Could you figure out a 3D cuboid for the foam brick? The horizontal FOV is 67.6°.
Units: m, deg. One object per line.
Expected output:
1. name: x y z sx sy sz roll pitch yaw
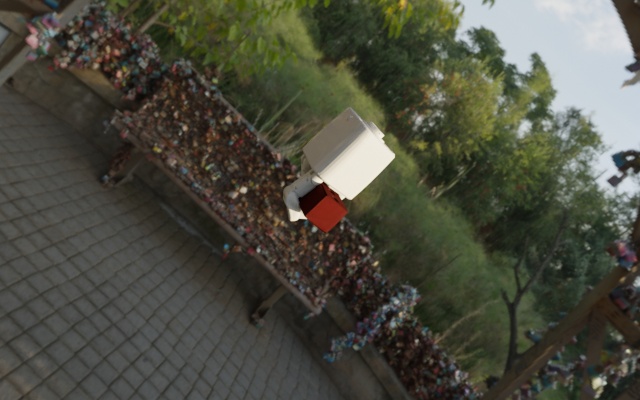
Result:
1. foam brick: 0.000 0.003 0.765 0.053 0.051 0.078 40 14 -33
